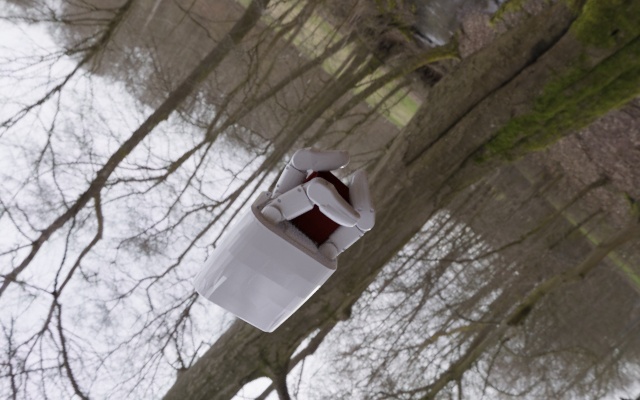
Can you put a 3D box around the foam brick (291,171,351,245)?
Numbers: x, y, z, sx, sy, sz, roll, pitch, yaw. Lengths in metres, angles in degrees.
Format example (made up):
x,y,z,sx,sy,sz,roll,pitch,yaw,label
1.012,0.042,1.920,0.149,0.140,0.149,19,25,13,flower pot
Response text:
x,y,z,sx,sy,sz,roll,pitch,yaw,label
0.000,0.002,0.514,0.053,0.051,0.078,42,14,-7,foam brick
